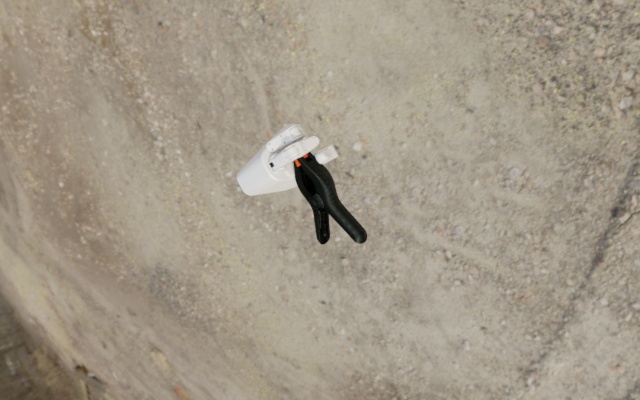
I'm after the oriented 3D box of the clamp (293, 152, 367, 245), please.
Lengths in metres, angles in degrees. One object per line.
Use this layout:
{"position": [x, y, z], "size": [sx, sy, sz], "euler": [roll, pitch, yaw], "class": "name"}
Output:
{"position": [0.000, 0.003, 0.775], "size": [0.039, 0.171, 0.120], "euler": [-31, 3, -38], "class": "clamp"}
